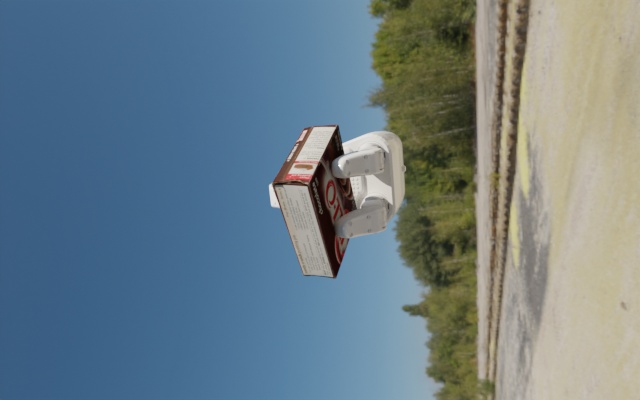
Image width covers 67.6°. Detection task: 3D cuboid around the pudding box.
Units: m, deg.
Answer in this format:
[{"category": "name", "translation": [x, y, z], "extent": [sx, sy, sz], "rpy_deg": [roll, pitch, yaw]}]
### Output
[{"category": "pudding box", "translation": [0.000, 0.001, 0.439], "extent": [0.039, 0.114, 0.090], "rpy_deg": [-1, 39, 21]}]
